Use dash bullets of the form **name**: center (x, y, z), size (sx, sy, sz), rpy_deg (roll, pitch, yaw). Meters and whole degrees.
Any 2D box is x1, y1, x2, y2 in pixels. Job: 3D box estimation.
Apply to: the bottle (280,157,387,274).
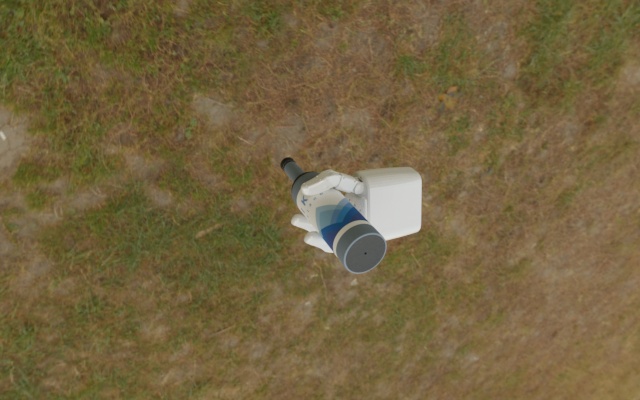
- **bottle**: center (0.000, 0.003, 0.759), size (0.069, 0.069, 0.295), rpy_deg (0, 28, -28)
